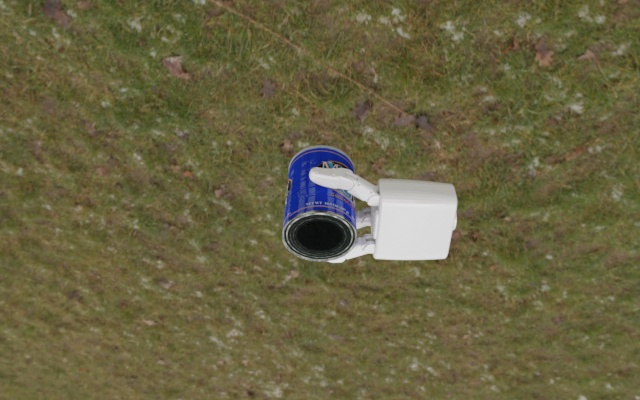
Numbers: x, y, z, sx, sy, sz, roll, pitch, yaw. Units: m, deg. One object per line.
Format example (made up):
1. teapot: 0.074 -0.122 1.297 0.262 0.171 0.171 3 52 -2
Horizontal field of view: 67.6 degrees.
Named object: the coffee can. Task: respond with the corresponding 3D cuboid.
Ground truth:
1. coffee can: 0.000 0.002 0.694 0.103 0.103 0.140 0 44 2
